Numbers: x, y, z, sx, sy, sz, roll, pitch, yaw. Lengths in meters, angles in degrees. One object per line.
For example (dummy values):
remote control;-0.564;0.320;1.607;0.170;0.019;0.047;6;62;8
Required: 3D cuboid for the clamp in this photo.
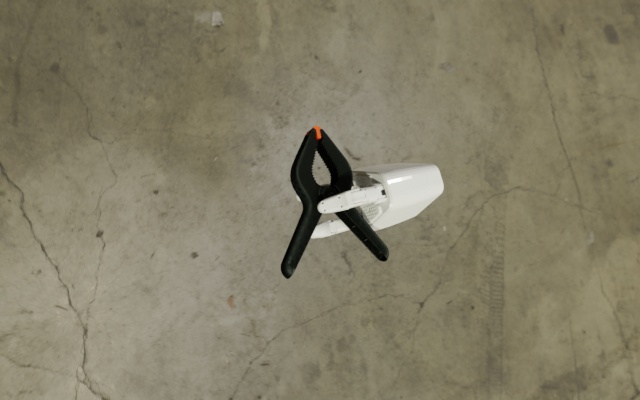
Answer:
clamp;0.001;0.001;0.658;0.164;0.210;0.036;-13;-6;-29
